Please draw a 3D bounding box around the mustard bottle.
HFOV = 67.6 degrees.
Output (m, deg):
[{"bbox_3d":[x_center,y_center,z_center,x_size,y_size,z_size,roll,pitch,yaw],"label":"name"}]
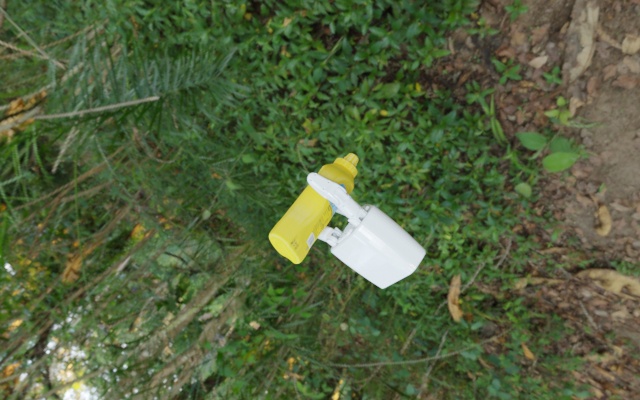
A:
[{"bbox_3d":[0.000,0.002,0.739,0.058,0.191,0.096,31,-19,20],"label":"mustard bottle"}]
